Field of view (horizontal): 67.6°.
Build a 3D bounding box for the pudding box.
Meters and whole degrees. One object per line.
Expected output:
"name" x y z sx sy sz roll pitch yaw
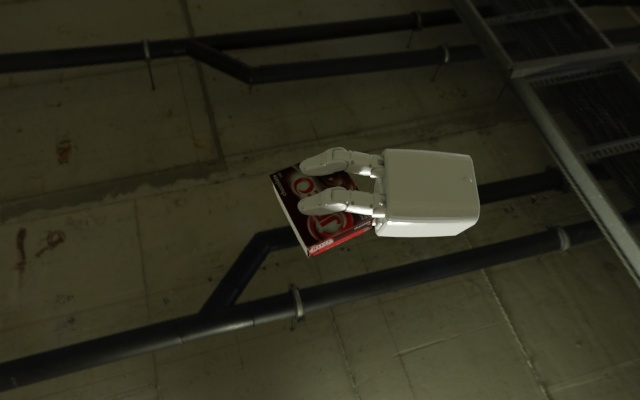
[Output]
"pudding box" 0.000 0.002 0.586 0.090 0.113 0.039 -24 -28 -13
